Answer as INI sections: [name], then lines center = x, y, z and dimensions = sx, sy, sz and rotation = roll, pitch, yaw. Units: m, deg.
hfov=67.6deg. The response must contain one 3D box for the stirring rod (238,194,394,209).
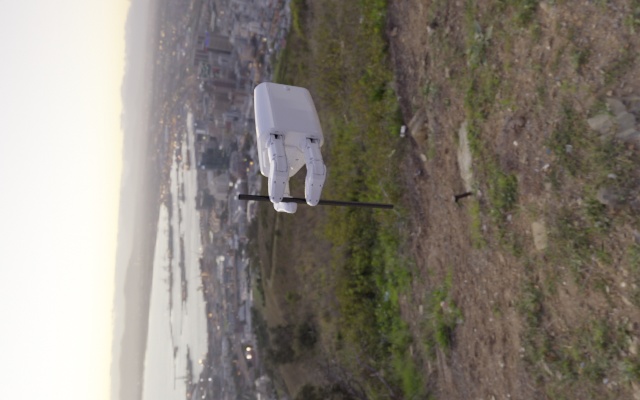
[stirring rod]
center = 0.000, 0.002, 0.696
dimensions = 0.239, 0.011, 0.011
rotation = 4, -1, -22
